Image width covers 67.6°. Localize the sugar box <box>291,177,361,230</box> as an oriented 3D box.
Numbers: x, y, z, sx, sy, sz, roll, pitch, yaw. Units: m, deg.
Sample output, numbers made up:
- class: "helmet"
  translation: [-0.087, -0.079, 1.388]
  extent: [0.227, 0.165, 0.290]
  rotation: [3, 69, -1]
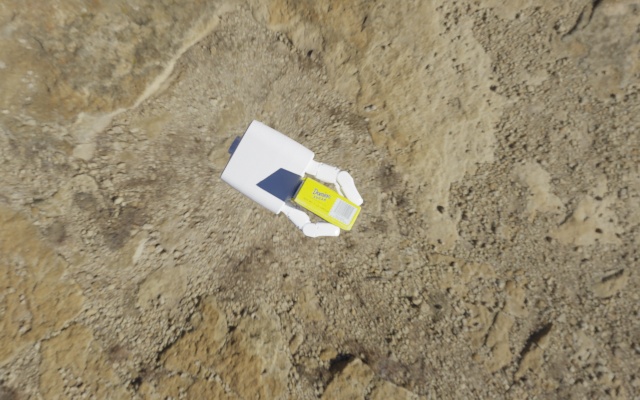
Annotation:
- class: "sugar box"
  translation: [0.000, 0.002, 0.766]
  extent: [0.093, 0.048, 0.176]
  rotation: [30, 0, -8]
